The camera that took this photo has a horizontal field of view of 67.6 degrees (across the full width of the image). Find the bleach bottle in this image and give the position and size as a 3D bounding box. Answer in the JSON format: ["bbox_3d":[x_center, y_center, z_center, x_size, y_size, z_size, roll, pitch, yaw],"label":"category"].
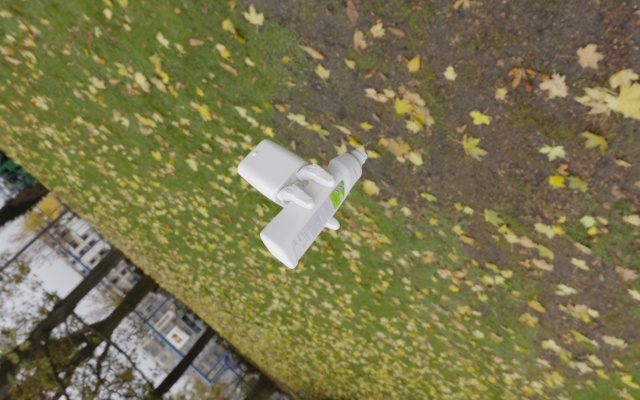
[{"bbox_3d":[0.000,0.003,0.889,0.068,0.250,0.103,34,-19,26],"label":"bleach bottle"}]
